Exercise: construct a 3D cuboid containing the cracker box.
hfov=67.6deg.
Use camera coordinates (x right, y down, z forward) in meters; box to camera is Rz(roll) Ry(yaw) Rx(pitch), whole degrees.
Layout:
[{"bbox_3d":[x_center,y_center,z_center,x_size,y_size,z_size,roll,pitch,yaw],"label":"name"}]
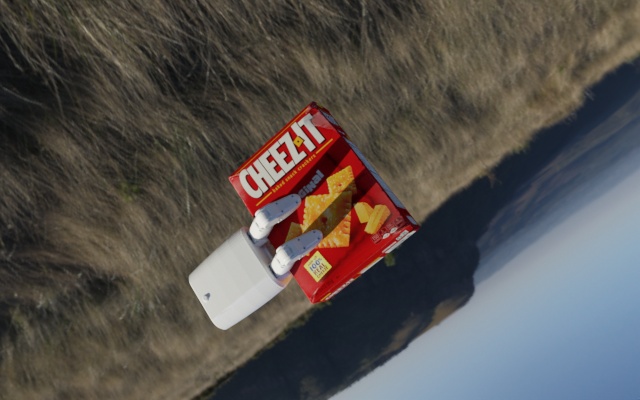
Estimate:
[{"bbox_3d":[0.000,0.002,0.638,0.164,0.213,0.072,-40,-17,12],"label":"cracker box"}]
